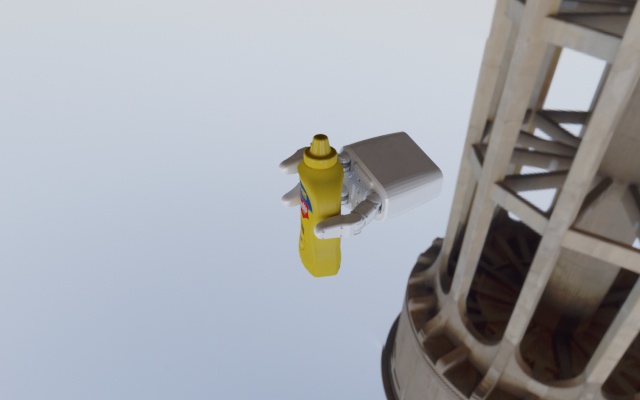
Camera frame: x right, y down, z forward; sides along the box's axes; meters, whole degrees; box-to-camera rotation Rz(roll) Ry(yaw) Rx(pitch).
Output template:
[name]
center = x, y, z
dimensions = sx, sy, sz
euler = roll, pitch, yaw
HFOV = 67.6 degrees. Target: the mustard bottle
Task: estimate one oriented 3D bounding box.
[mustard bottle]
center = 0.000, 0.002, 0.622
dimensions = 0.058, 0.192, 0.096
euler = -5, 36, -8
